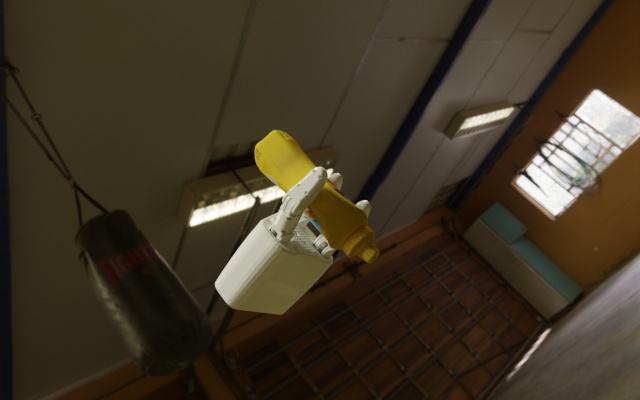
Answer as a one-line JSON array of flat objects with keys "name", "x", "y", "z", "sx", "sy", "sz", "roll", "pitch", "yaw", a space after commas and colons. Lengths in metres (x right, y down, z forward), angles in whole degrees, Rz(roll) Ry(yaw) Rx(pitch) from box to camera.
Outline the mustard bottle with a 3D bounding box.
[{"name": "mustard bottle", "x": 0.000, "y": 0.001, "z": 0.579, "sx": 0.058, "sy": 0.191, "sz": 0.096, "roll": -40, "pitch": -23, "yaw": -6}]
